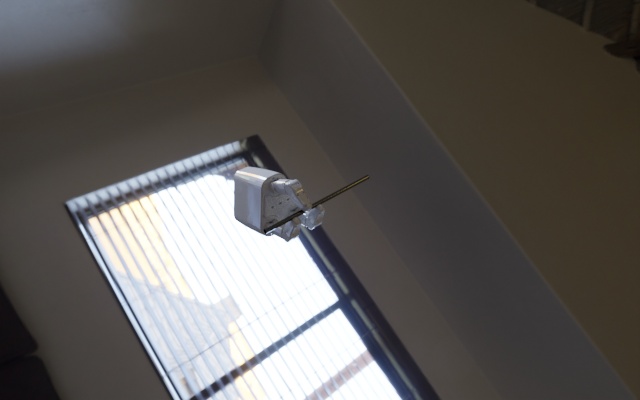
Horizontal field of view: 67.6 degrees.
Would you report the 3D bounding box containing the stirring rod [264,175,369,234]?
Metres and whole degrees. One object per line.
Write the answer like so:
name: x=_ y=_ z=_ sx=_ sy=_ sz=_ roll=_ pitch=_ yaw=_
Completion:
stirring rod: x=0.000 y=0.003 z=0.830 sx=0.239 sy=0.011 sz=0.011 roll=-28 pitch=16 yaw=-33
